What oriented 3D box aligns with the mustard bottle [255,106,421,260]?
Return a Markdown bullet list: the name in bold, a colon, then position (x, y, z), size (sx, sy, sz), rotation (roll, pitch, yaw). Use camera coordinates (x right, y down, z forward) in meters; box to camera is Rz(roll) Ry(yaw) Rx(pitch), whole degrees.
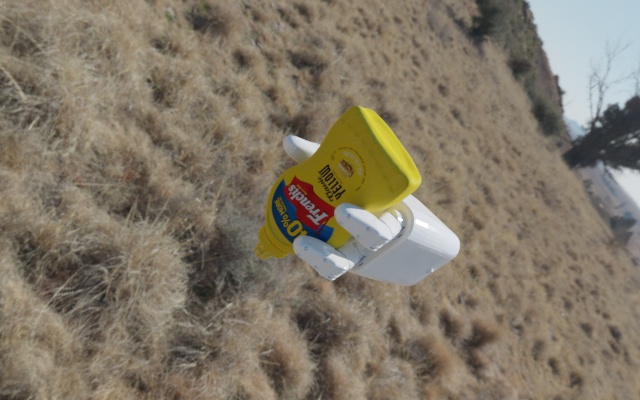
- **mustard bottle**: position (0.000, 0.001, 0.480), size (0.192, 0.096, 0.058), rotation (-41, -17, 26)
